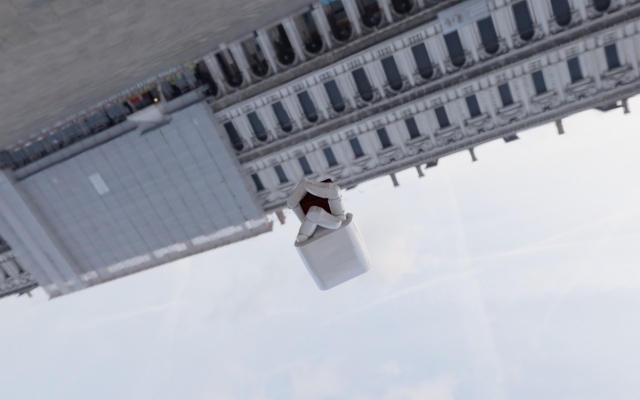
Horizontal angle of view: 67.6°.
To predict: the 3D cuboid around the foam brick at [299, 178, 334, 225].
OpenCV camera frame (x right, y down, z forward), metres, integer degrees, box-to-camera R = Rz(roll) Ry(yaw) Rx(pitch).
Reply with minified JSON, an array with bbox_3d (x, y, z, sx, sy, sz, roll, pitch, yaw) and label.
[{"bbox_3d":[0.000,0.003,0.880,0.053,0.051,0.078,-19,21,18],"label":"foam brick"}]
